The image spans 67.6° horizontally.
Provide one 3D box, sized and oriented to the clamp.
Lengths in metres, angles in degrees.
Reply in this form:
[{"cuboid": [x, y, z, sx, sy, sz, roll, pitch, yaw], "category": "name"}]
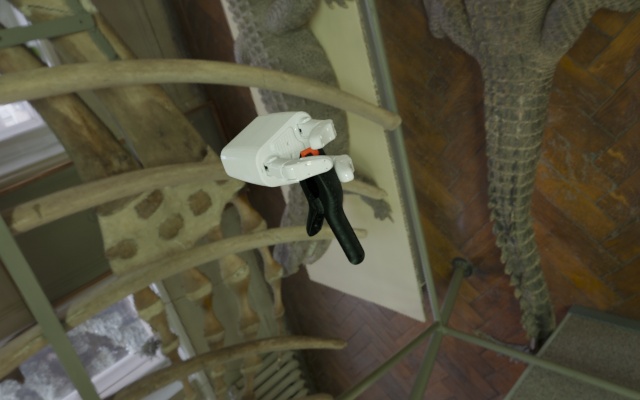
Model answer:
[{"cuboid": [0.000, 0.002, 0.657, 0.039, 0.171, 0.120, -31, 26, -31], "category": "clamp"}]
